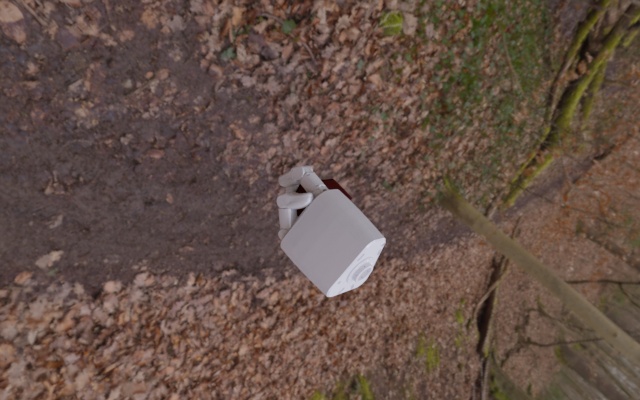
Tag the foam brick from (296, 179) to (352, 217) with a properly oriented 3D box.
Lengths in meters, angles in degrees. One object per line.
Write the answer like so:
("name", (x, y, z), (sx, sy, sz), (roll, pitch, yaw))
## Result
("foam brick", (0.000, 0.002, 0.745), (0.078, 0.053, 0.051), (-7, 44, -50))
